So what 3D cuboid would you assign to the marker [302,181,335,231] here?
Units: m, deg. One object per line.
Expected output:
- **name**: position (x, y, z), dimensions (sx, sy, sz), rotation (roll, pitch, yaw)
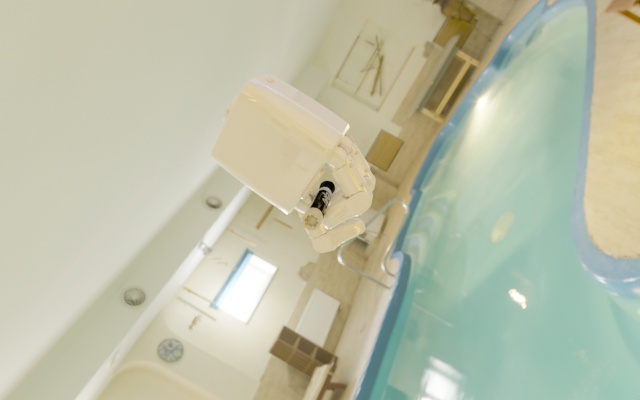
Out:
- **marker**: position (0.000, 0.002, 0.514), dimensions (0.020, 0.020, 0.121), rotation (0, 18, 9)
